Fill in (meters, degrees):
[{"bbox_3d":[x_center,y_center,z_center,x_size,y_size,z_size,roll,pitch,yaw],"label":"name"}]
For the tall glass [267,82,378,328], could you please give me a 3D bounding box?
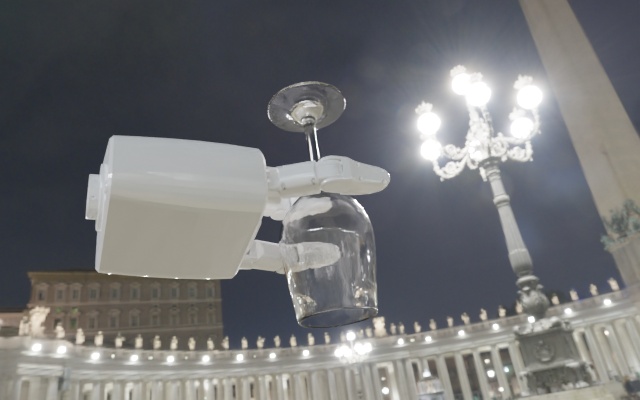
[{"bbox_3d":[0.000,0.001,0.407,0.079,0.201,0.079,-7,-25,-4],"label":"tall glass"}]
